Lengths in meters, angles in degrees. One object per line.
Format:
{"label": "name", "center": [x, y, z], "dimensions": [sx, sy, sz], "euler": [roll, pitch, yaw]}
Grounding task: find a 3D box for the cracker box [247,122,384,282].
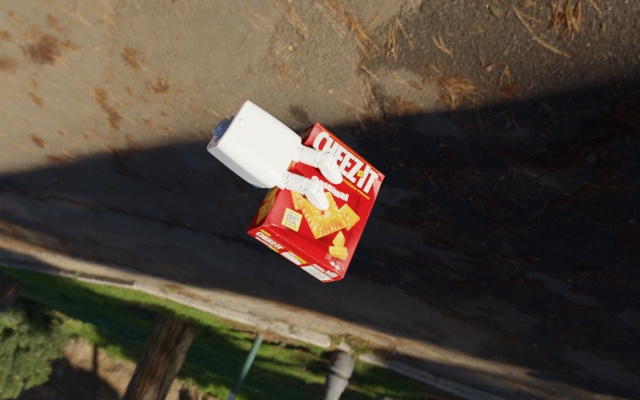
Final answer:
{"label": "cracker box", "center": [0.000, 0.003, 0.798], "dimensions": [0.164, 0.213, 0.072], "euler": [36, -29, -20]}
